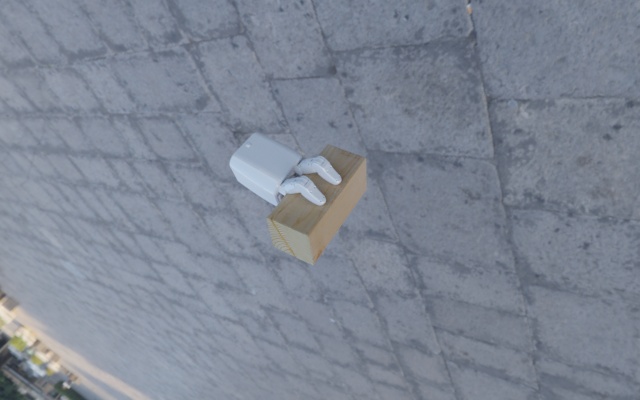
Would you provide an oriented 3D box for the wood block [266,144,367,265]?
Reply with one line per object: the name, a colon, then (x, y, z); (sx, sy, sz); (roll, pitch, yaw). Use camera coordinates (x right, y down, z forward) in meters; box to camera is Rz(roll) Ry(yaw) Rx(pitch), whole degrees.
wood block: (0.000, 0.003, 0.887); (0.090, 0.206, 0.091); (22, -35, 23)
